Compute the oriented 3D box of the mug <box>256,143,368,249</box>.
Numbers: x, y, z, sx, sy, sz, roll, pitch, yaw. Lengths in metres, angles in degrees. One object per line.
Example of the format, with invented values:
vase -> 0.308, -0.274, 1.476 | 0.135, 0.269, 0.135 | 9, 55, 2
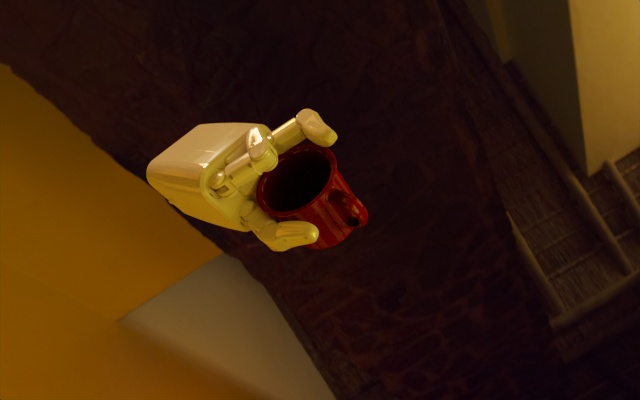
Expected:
mug -> 0.001, 0.002, 0.508 | 0.117, 0.093, 0.081 | 12, -28, 38
